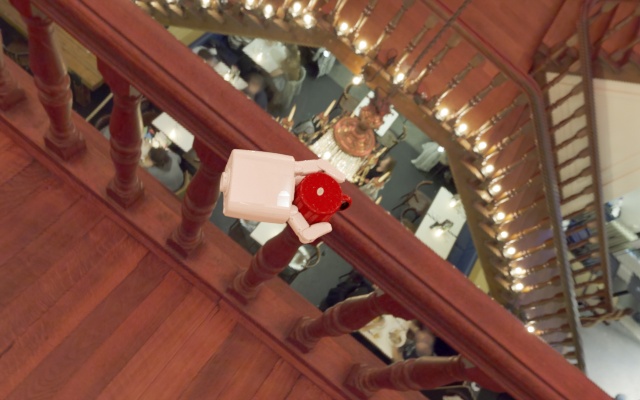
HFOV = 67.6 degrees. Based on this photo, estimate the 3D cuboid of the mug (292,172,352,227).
[{"bbox_3d":[0.002,0.003,0.853,0.117,0.093,0.081,6,-24,-19],"label":"mug"}]
